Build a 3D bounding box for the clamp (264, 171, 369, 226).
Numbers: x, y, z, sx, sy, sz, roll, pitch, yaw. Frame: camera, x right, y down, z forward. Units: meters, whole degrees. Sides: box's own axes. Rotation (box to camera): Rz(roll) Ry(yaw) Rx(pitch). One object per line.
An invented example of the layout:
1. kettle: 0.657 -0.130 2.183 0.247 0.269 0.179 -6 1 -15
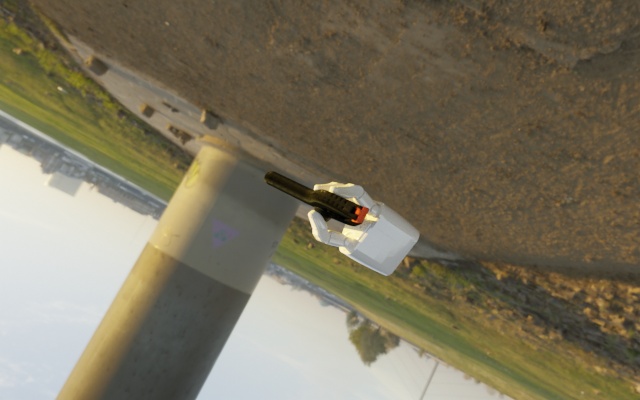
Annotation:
1. clamp: 0.000 0.004 0.817 0.164 0.036 0.210 34 -11 -28
